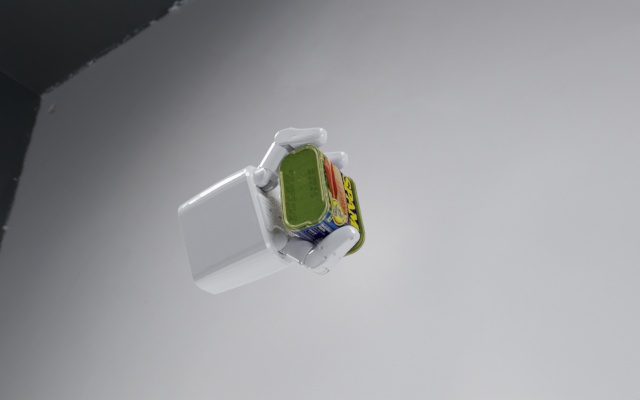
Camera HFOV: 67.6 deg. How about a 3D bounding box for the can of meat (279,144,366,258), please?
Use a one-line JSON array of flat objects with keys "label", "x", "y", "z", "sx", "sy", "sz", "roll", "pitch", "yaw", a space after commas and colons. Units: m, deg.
[{"label": "can of meat", "x": 0.000, "y": 0.002, "z": 0.514, "sx": 0.057, "sy": 0.102, "sz": 0.084, "roll": -22, "pitch": -35, "yaw": 21}]
